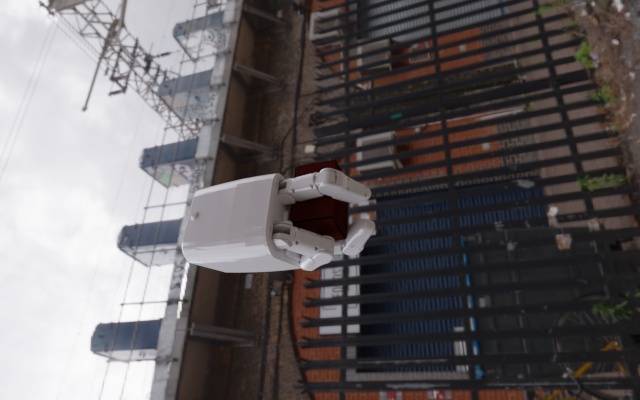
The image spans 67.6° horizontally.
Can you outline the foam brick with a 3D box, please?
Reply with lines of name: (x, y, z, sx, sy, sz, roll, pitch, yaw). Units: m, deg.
foam brick: (0.000, 0.002, 0.539, 0.051, 0.078, 0.053, -8, -35, 19)
